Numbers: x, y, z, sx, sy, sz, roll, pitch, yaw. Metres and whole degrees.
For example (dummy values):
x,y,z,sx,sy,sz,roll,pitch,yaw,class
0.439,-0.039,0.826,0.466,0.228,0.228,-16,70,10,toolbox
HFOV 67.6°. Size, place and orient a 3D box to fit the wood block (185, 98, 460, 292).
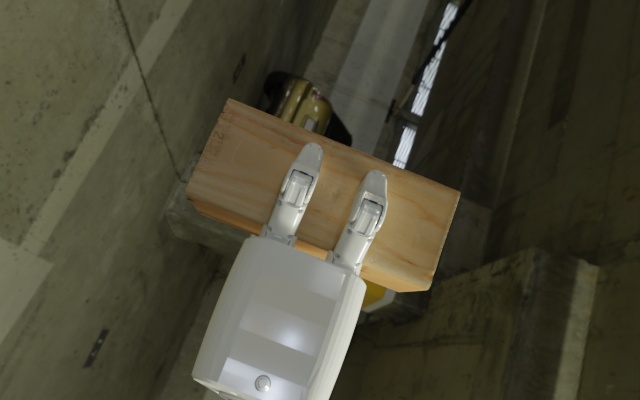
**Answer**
x,y,z,sx,sy,sz,roll,pitch,yaw,class
0.000,0.002,0.424,0.206,0.090,0.091,22,-13,-2,wood block
